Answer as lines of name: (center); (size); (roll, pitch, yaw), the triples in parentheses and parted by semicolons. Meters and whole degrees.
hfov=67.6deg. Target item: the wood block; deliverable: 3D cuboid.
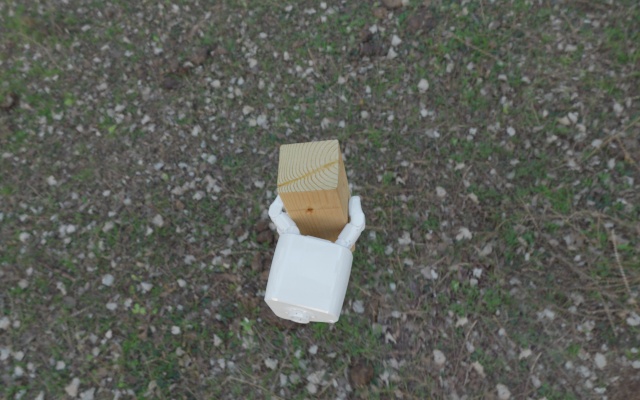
wood block: (0.000, 0.003, 0.780); (0.091, 0.090, 0.206); (-4, -32, 9)
